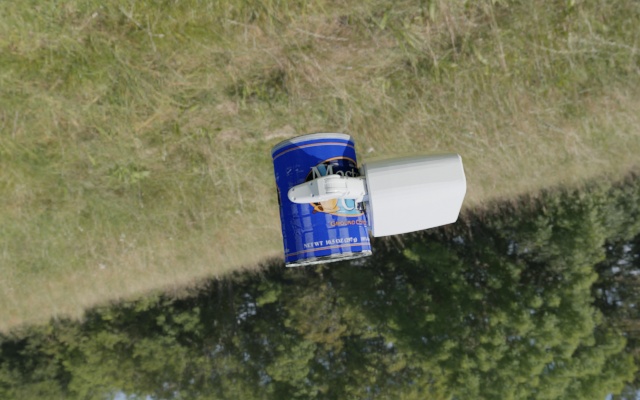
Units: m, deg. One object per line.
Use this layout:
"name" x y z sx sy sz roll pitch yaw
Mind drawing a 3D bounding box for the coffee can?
"coffee can" 0.000 0.002 0.569 0.103 0.140 0.103 -8 -9 -1
